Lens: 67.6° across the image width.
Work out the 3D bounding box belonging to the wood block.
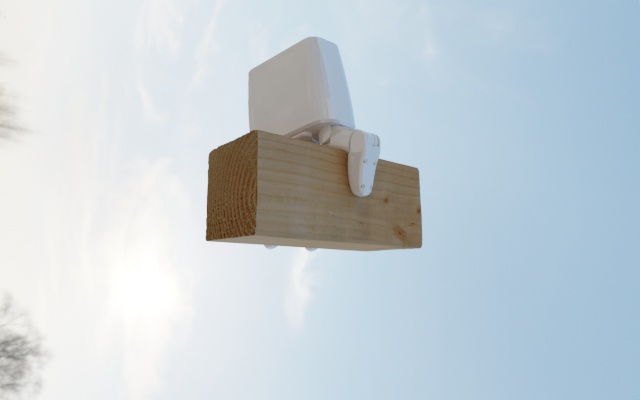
[{"bbox_3d":[0.000,0.001,0.479,0.206,0.090,0.091,8,-13,-38],"label":"wood block"}]
